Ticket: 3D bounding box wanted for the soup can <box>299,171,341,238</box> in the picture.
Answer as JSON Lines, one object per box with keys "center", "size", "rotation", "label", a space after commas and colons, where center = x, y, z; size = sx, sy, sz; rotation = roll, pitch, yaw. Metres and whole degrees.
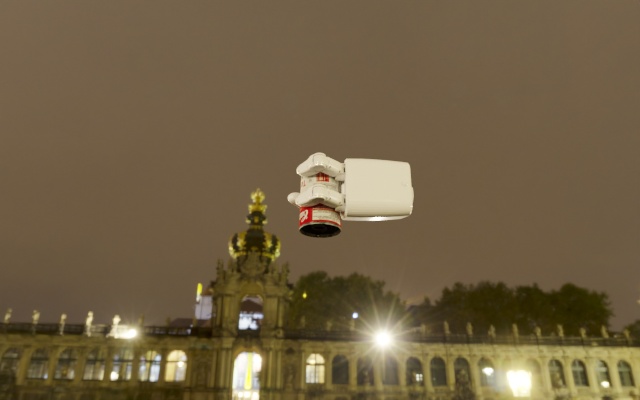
{"center": [0.000, 0.002, 0.788], "size": [0.068, 0.102, 0.068], "rotation": [1, -23, 0], "label": "soup can"}
